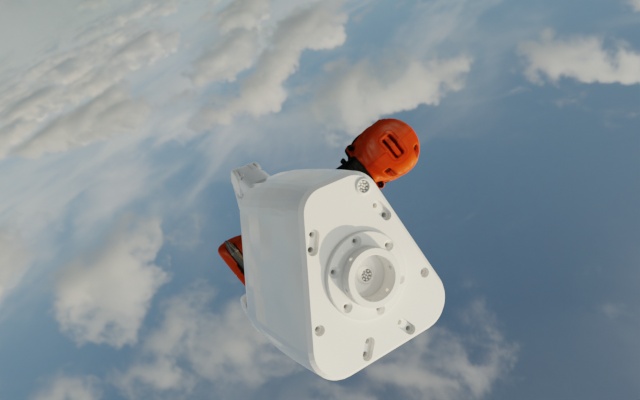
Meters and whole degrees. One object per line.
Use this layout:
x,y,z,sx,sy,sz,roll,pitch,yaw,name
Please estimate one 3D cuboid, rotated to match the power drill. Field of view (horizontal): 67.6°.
0.000,0.002,0.444,0.187,0.057,0.184,-41,-1,-1,power drill
